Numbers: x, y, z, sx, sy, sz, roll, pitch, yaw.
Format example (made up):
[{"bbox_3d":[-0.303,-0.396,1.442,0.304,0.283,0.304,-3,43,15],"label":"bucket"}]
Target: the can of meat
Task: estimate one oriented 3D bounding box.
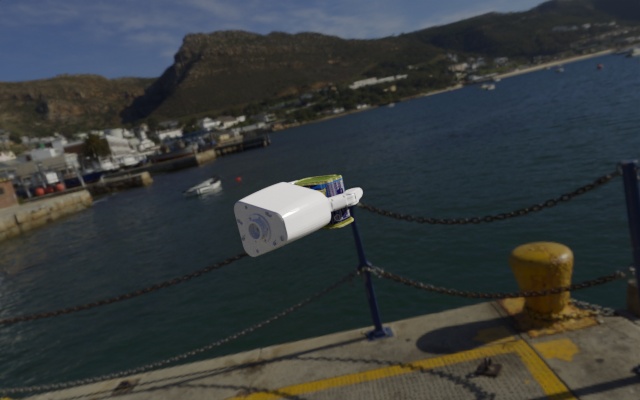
[{"bbox_3d":[0.000,0.002,0.837,0.102,0.084,0.057,-4,14,43],"label":"can of meat"}]
